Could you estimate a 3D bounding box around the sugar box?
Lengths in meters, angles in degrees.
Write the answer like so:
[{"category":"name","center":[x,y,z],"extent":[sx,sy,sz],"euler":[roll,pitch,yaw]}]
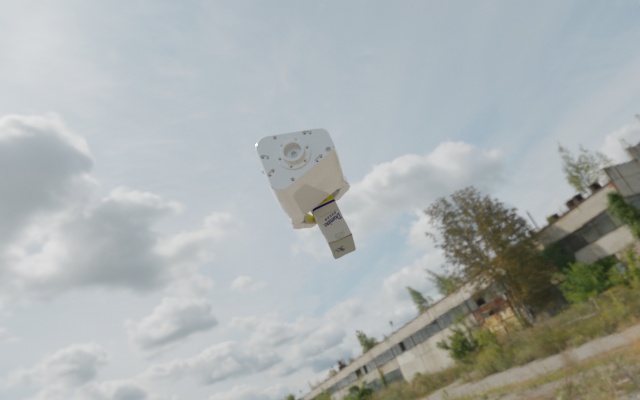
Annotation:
[{"category":"sugar box","center":[0.000,0.003,0.785],"extent":[0.048,0.176,0.093],"euler":[-23,-23,-1]}]
